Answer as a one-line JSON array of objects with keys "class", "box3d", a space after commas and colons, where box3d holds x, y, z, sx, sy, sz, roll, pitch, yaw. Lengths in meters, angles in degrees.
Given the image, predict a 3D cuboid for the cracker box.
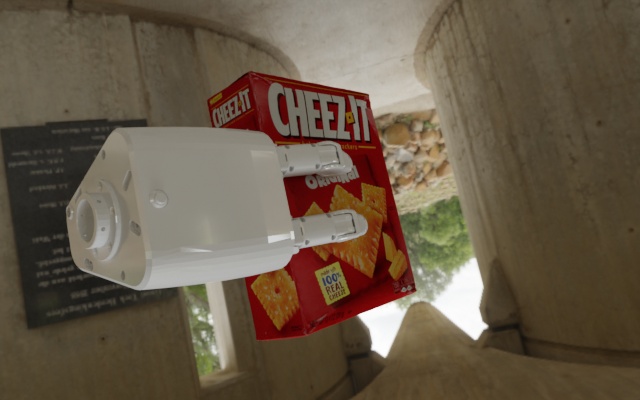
[{"class": "cracker box", "box3d": [0.000, 0.002, 0.442, 0.072, 0.213, 0.164, -19, -10, 41]}]
